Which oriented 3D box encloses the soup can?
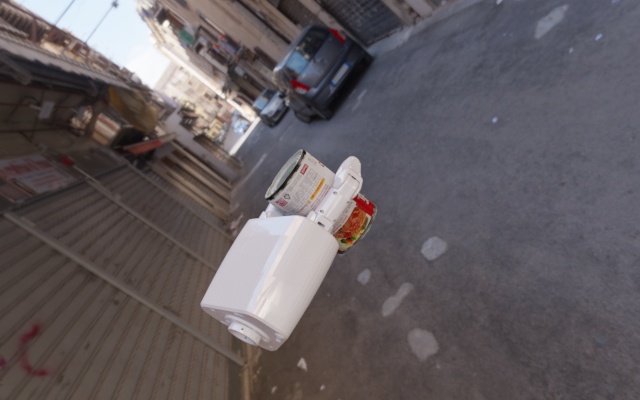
[{"bbox_3d":[0.000,0.001,0.513,0.102,0.068,0.068,37,-11,-14],"label":"soup can"}]
